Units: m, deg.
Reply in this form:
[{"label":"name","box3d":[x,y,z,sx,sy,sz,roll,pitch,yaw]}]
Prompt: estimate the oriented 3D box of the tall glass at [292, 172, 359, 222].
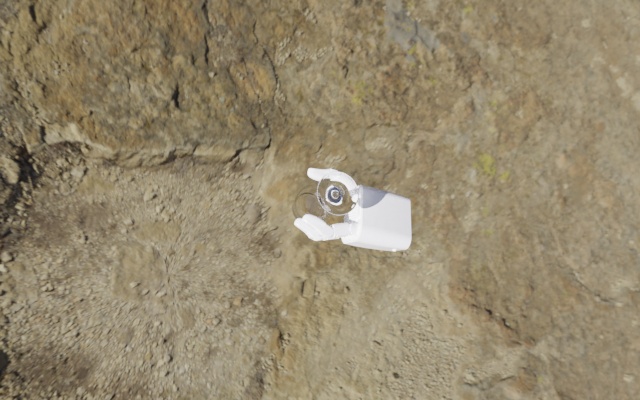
[{"label":"tall glass","box3d":[0.000,0.003,0.885,0.079,0.079,0.201,0,-8,-18]}]
